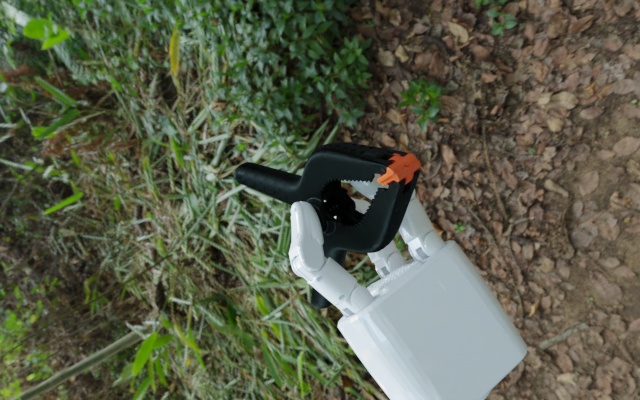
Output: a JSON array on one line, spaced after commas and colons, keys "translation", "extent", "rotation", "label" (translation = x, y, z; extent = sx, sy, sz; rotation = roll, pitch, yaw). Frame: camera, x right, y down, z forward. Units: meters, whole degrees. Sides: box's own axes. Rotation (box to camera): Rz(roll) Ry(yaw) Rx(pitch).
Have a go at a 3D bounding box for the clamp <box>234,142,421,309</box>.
[{"translation": [0.000, 0.002, 0.406], "extent": [0.036, 0.164, 0.210], "rotation": [-33, -6, -36], "label": "clamp"}]
